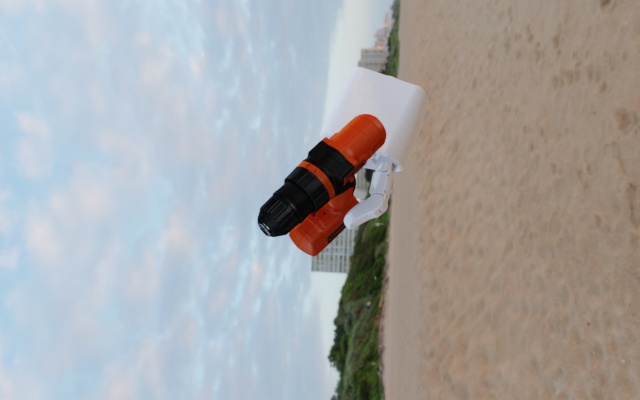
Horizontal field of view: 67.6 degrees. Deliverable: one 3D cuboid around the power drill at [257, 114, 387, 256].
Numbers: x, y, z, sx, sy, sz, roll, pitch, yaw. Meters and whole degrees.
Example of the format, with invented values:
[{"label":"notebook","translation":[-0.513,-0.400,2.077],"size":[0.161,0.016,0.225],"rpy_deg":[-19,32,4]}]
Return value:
[{"label":"power drill","translation":[0.000,0.002,0.580],"size":[0.184,0.057,0.188],"rpy_deg":[-42,-15,-20]}]
